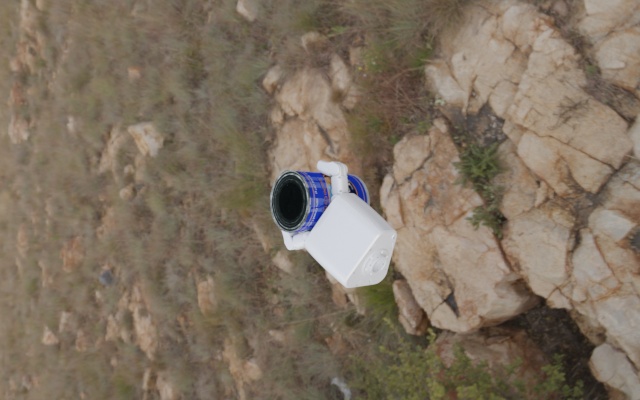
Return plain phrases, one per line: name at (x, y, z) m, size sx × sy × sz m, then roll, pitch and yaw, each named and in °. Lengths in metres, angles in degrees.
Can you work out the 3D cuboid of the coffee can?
coffee can at (0.000, 0.003, 0.817) m, size 0.140 × 0.103 × 0.103 m, roll 1°, pitch -1°, yaw -42°
